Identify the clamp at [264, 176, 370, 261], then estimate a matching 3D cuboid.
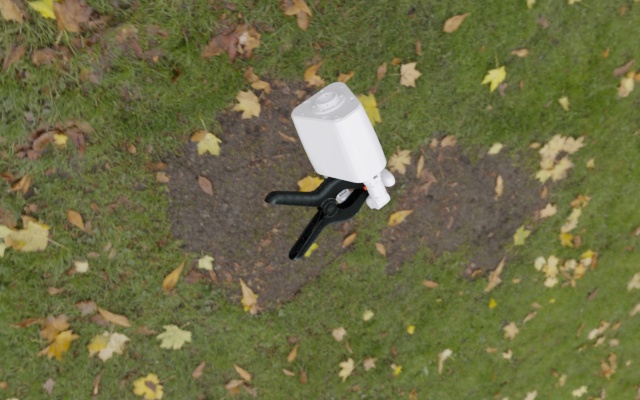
[{"bbox_3d":[0.001,0.003,0.718,0.171,0.120,0.039,-37,38,-12],"label":"clamp"}]
